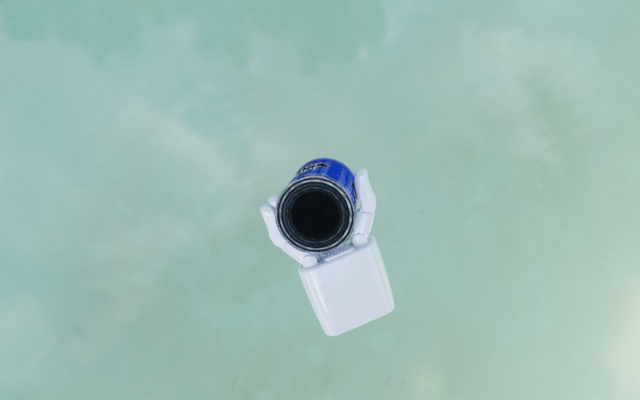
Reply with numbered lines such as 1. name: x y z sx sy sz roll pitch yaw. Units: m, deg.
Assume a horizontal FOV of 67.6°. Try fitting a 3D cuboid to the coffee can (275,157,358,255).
1. coffee can: 0.000 0.002 0.658 0.103 0.103 0.140 0 14 6
